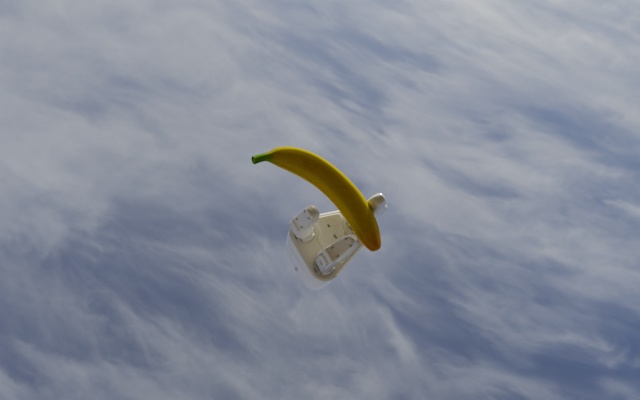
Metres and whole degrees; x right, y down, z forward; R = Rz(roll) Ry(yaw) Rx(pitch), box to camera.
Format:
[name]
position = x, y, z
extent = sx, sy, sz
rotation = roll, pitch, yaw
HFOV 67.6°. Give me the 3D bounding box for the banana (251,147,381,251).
[banana]
position = 0.007, -0.014, 0.619
extent = 0.198, 0.069, 0.037
rotation = 35, -24, 2
